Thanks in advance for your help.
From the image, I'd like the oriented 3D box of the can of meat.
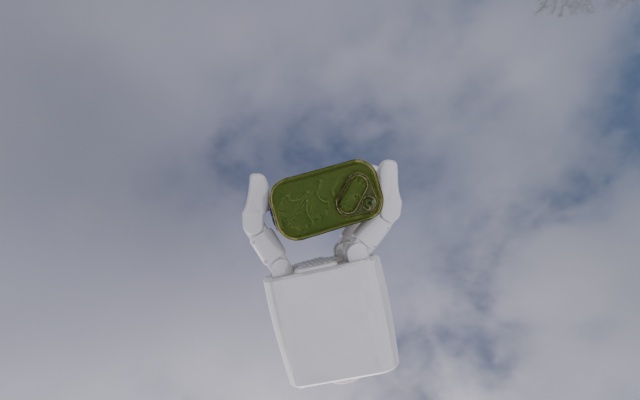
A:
[{"bbox_3d":[0.000,0.002,0.468,0.102,0.057,0.084,-16,-1,-10],"label":"can of meat"}]
